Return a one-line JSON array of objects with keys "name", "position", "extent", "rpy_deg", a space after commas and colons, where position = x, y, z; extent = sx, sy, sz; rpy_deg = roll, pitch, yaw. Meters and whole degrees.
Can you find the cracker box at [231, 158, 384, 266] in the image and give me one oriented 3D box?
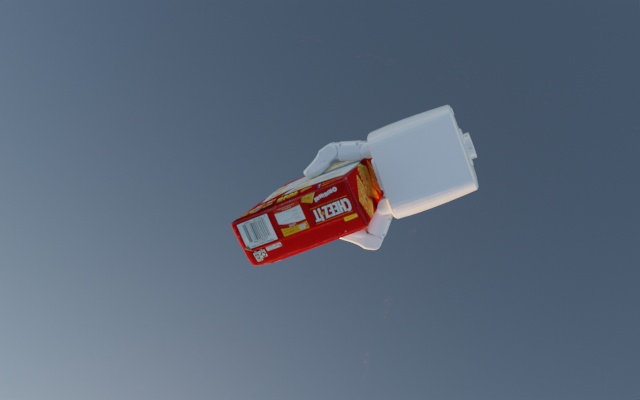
[{"name": "cracker box", "position": [0.000, 0.002, 0.660], "extent": [0.164, 0.072, 0.213], "rpy_deg": [-22, 8, 20]}]
